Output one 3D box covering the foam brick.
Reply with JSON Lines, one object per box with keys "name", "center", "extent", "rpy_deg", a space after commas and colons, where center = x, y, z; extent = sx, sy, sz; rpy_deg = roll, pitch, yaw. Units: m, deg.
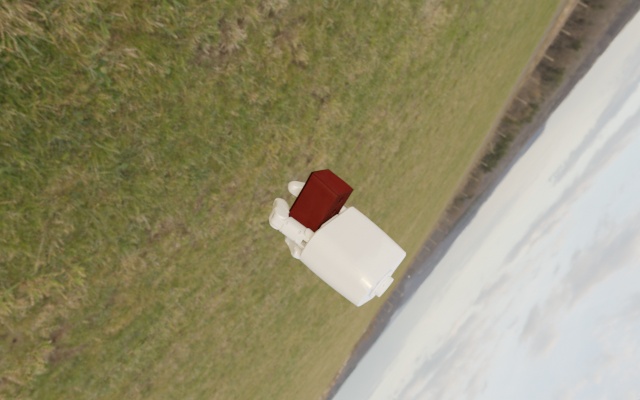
{"name": "foam brick", "center": [0.000, 0.002, 0.674], "extent": [0.051, 0.078, 0.053], "rpy_deg": [40, 26, 17]}
